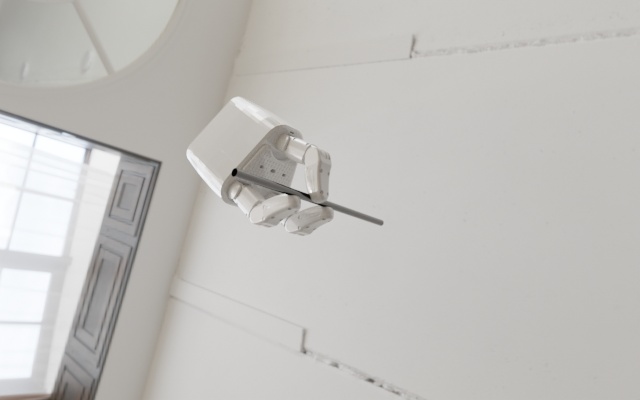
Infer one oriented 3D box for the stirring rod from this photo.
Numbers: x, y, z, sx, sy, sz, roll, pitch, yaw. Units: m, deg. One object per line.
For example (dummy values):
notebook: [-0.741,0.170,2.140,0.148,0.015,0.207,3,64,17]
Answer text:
stirring rod: [0.000,0.002,0.510,0.011,0.011,0.239,0,-13,40]
